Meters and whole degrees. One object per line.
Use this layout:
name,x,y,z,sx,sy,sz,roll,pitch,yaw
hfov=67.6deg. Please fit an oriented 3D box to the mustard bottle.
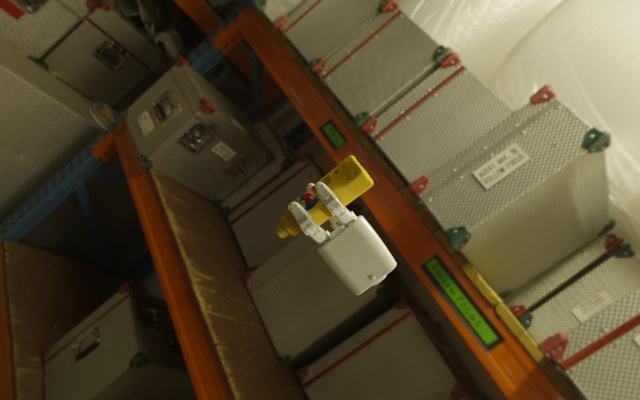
mustard bottle,0.000,0.002,0.845,0.191,0.058,0.096,-38,24,8
